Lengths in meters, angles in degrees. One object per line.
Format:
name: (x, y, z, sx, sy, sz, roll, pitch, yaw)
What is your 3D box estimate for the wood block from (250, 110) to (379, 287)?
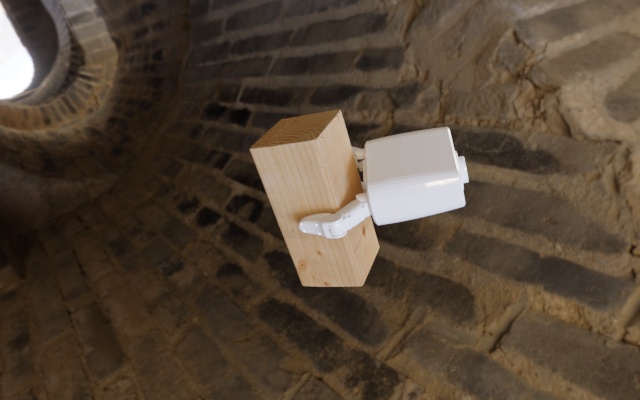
wood block: (0.000, 0.002, 0.610, 0.090, 0.206, 0.090, -4, 29, 27)
